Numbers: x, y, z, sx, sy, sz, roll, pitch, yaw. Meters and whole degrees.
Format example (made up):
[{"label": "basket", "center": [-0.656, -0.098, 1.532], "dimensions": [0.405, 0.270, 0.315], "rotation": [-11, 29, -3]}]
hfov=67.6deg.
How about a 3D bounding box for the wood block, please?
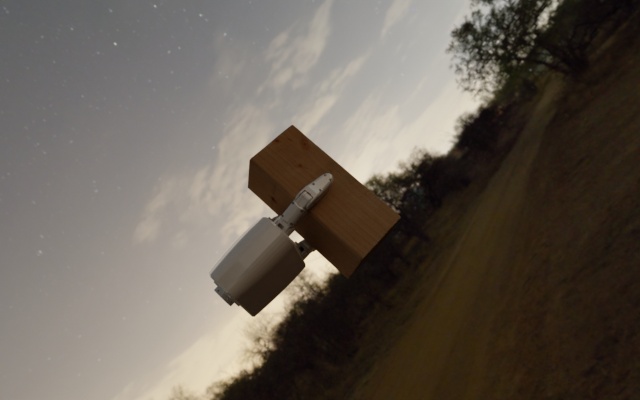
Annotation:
[{"label": "wood block", "center": [0.000, 0.002, 0.690], "dimensions": [0.090, 0.206, 0.091], "rotation": [-44, -12, -25]}]
